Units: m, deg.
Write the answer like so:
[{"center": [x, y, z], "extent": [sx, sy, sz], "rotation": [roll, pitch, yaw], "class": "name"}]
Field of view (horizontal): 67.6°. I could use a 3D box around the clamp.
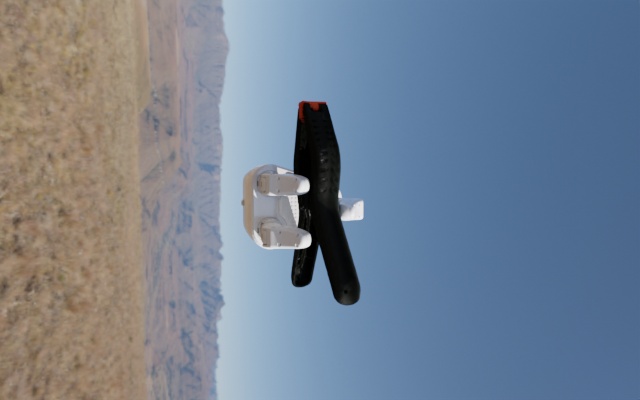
[{"center": [0.001, 0.001, 0.488], "extent": [0.036, 0.210, 0.164], "rotation": [-2, 4, -20], "class": "clamp"}]
